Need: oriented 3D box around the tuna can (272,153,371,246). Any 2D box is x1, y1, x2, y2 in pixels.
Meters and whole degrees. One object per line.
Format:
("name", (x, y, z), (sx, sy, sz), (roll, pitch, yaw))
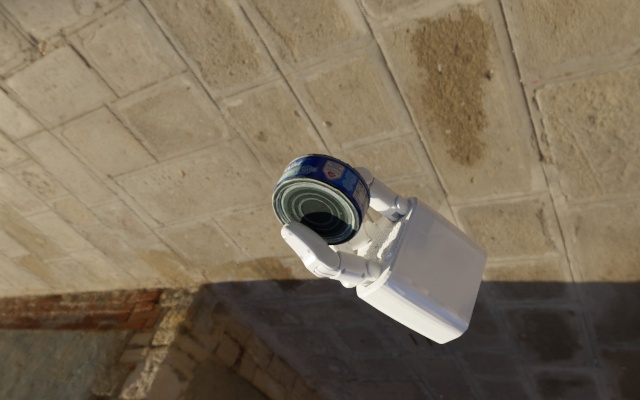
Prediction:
("tuna can", (0.000, 0.002, 0.434), (0.086, 0.086, 0.033), (0, 42, 25))
